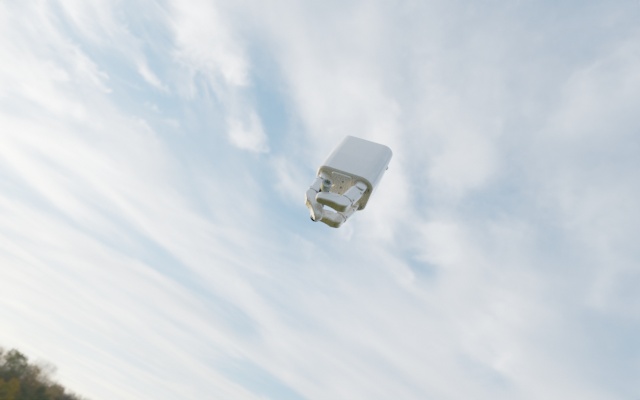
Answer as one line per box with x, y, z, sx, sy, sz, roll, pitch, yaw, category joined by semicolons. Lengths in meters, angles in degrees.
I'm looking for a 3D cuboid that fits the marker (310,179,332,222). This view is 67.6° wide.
0.000;0.003;0.876;0.020;0.020;0.121;0;-34;-13;marker
